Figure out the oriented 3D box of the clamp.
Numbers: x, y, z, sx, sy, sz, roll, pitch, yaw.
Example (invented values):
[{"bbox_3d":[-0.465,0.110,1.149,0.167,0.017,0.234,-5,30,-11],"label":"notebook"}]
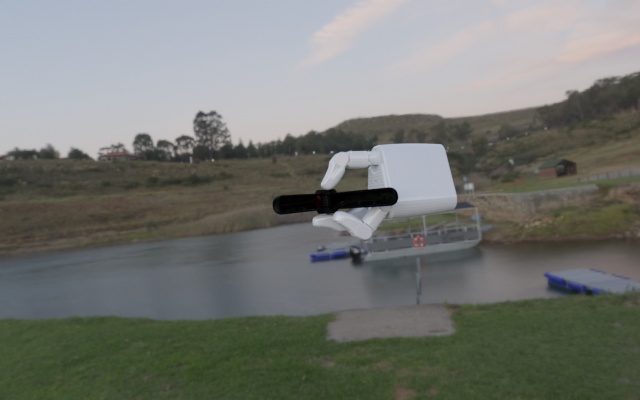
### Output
[{"bbox_3d":[0.000,0.001,0.702,0.164,0.036,0.210,-3,-1,-14],"label":"clamp"}]
